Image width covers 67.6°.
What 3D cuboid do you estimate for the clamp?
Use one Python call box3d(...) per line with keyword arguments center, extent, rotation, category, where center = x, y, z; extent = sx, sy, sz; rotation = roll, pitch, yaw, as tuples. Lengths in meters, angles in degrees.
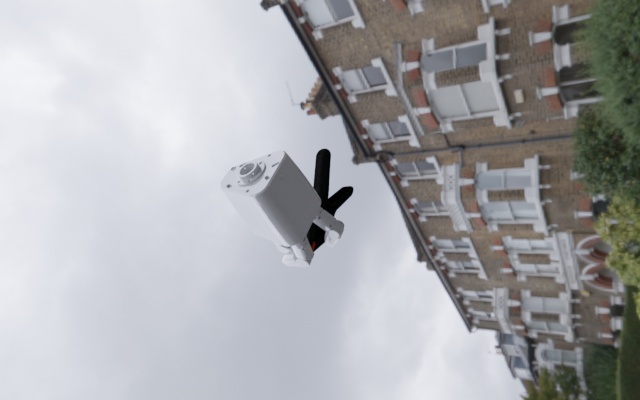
box3d(center=(0.000, 0.003, 0.785), extent=(0.039, 0.171, 0.120), rotation=(-3, -45, 35), category="clamp")
